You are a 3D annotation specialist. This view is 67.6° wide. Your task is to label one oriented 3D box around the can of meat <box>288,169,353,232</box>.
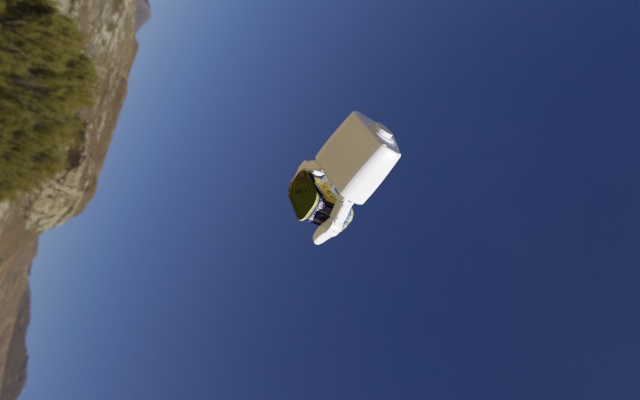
[{"bbox_3d":[0.000,0.003,0.828,0.084,0.057,0.102,23,25,-32],"label":"can of meat"}]
